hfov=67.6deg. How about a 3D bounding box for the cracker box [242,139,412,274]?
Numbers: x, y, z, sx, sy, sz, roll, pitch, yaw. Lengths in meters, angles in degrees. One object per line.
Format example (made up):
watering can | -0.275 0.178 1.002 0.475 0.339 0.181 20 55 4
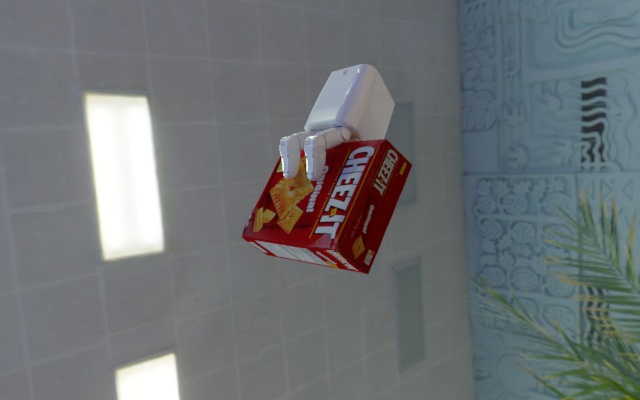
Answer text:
cracker box | 0.000 0.002 0.668 0.213 0.164 0.072 2 -29 49
